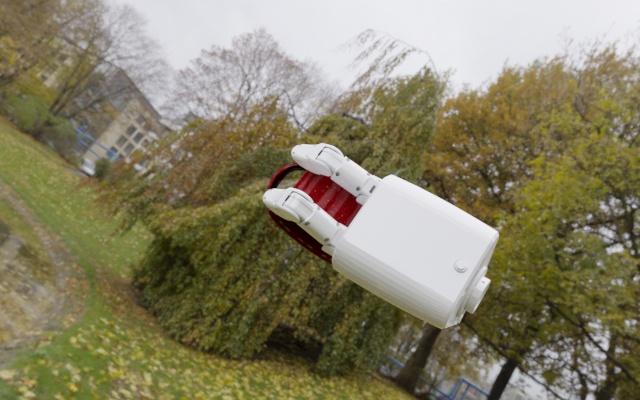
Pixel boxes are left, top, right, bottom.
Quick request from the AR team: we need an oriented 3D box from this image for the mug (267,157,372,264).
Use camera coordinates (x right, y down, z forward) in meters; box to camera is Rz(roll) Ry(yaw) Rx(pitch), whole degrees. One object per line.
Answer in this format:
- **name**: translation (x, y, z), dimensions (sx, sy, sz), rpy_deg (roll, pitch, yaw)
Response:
- **mug**: translation (-0.001, 0.001, 0.480), dimensions (0.117, 0.081, 0.093), rpy_deg (30, -16, 24)
